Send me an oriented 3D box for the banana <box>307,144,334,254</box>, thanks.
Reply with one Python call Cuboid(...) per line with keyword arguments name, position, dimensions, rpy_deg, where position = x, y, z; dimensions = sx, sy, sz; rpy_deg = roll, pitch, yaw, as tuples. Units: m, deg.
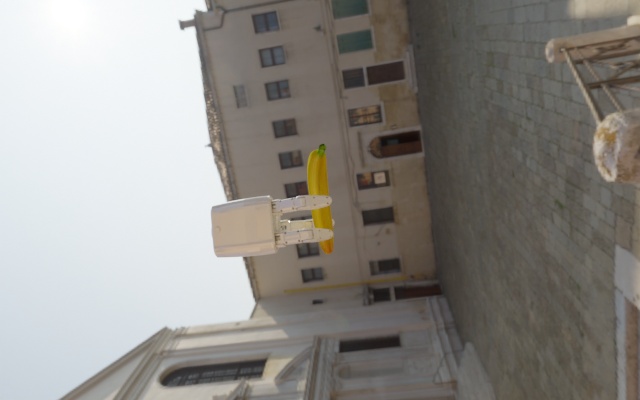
Cuboid(name="banana", position=(-0.001, -0.005, 0.851), dimensions=(0.037, 0.198, 0.069), rpy_deg=(-6, 15, -2))
